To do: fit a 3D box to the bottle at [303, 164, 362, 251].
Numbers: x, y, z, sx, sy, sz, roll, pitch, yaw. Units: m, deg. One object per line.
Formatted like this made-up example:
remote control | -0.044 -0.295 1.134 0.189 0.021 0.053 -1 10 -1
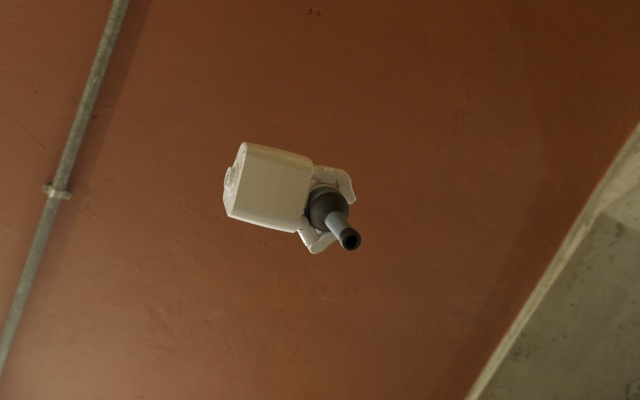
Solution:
bottle | 0.000 0.002 0.756 0.069 0.069 0.295 0 20 -17
